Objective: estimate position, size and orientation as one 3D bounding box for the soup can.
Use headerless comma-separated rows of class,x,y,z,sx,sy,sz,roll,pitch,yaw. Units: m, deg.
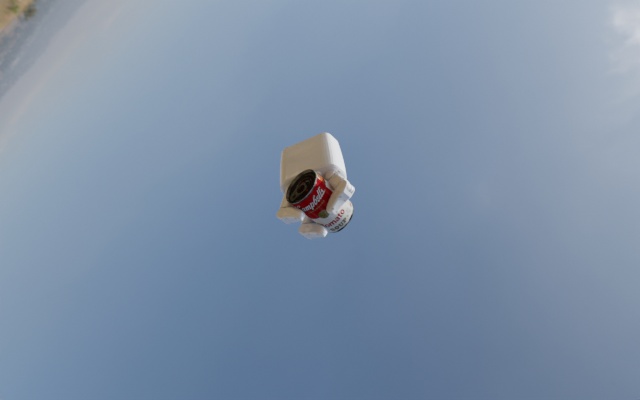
soup can,0.000,0.003,0.815,0.102,0.068,0.068,39,-24,-33
